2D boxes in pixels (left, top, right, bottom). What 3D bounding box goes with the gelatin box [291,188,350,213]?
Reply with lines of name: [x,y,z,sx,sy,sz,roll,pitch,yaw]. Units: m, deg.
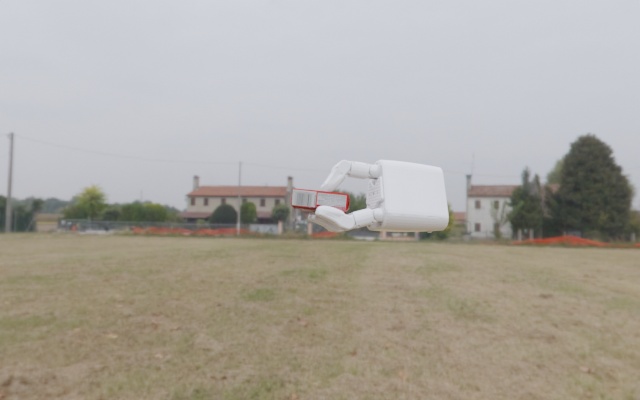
gelatin box: [0.000,0.002,0.754,0.089,0.030,0.073,6,-4,1]
